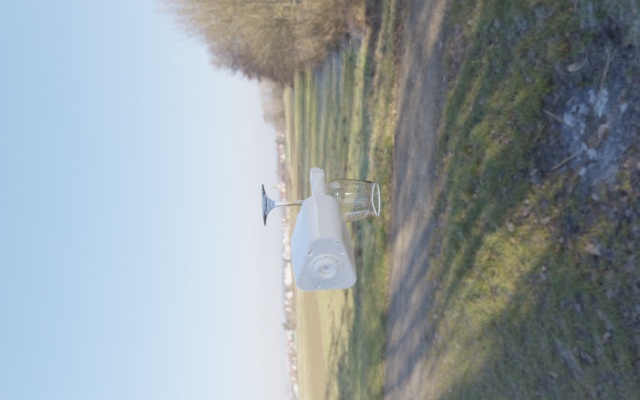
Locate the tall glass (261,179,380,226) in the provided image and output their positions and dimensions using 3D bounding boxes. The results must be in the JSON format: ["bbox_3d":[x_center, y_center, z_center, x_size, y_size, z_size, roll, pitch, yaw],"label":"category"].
[{"bbox_3d":[-0.001,0.003,0.834,0.201,0.079,0.079,-3,0,-4],"label":"tall glass"}]
